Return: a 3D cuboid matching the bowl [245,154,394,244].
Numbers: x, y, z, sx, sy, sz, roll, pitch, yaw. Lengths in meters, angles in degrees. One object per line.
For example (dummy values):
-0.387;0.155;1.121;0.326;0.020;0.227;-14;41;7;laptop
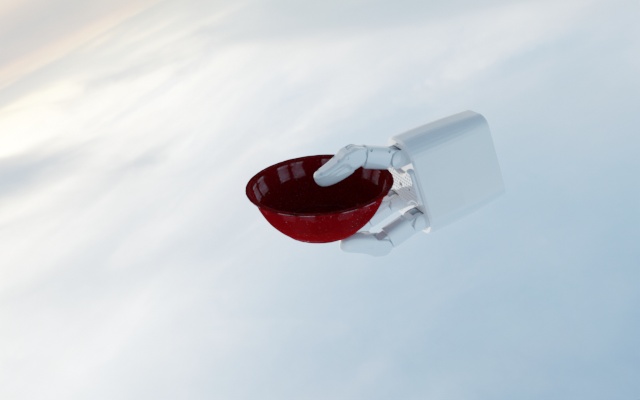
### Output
-0.001;0.002;0.532;0.162;0.055;0.162;-3;26;2;bowl
